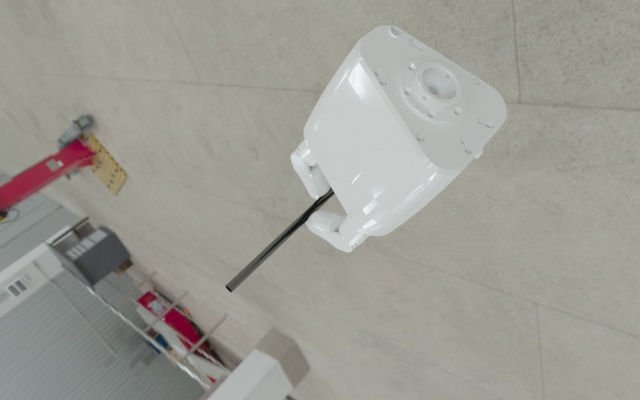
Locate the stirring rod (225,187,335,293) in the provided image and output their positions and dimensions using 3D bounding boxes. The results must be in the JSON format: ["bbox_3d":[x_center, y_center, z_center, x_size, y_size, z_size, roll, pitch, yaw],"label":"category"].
[{"bbox_3d":[0.000,0.001,0.454,0.239,0.011,0.011,-43,25,-30],"label":"stirring rod"}]
